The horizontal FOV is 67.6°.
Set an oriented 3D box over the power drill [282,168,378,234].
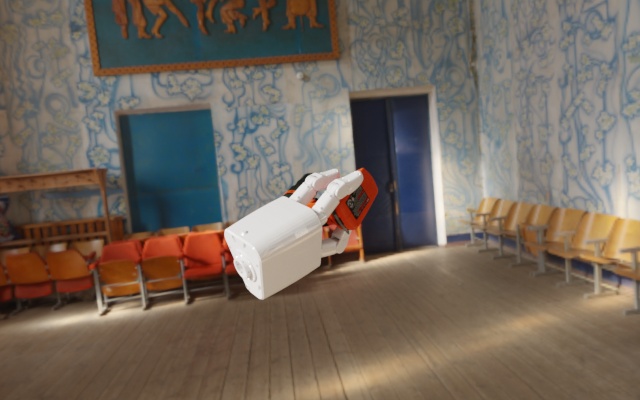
[{"bbox_3d":[0.000,0.003,0.793,0.188,0.057,0.184,-15,32,42],"label":"power drill"}]
